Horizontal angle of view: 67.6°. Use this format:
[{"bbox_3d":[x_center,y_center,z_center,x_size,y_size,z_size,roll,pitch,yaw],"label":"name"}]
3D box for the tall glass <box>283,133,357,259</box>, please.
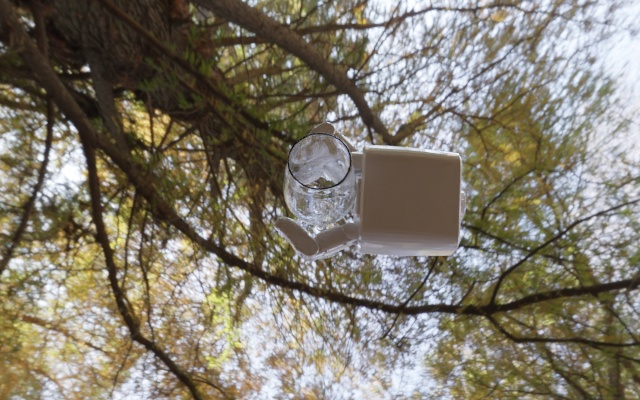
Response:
[{"bbox_3d":[0.000,0.002,0.542,0.079,0.079,0.201,0,-23,1],"label":"tall glass"}]
